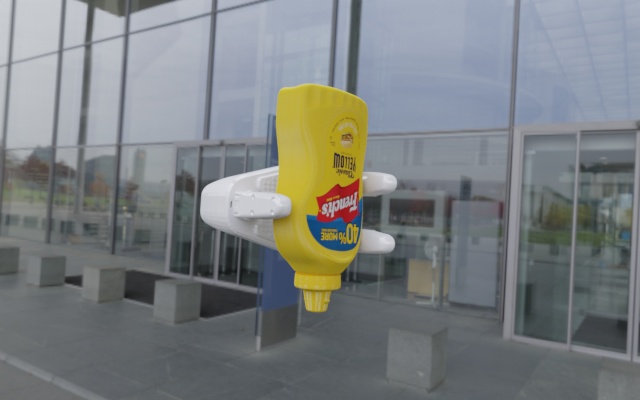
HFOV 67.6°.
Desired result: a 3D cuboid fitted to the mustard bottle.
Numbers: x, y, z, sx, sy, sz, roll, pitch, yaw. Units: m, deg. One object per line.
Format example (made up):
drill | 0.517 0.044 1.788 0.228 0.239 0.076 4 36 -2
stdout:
mustard bottle | 0.000 0.001 0.423 0.058 0.191 0.096 2 -2 37
